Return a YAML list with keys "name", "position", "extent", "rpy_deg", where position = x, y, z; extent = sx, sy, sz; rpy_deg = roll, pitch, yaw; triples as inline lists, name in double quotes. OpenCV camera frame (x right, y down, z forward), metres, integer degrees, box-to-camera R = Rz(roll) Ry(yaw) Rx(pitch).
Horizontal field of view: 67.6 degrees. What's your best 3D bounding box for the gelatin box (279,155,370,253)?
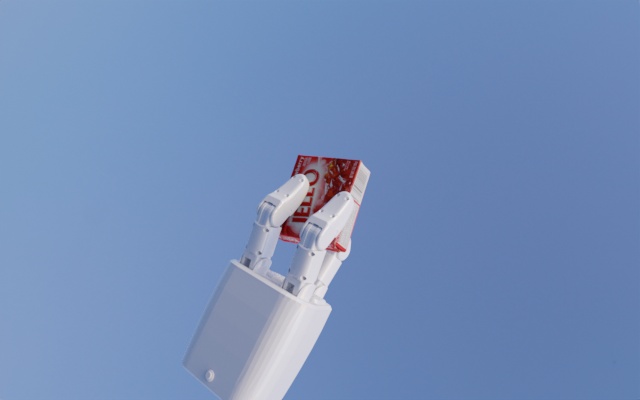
- name: "gelatin box"
  position: [0.000, 0.001, 0.467]
  extent: [0.073, 0.089, 0.030]
  rpy_deg: [8, -20, 31]
